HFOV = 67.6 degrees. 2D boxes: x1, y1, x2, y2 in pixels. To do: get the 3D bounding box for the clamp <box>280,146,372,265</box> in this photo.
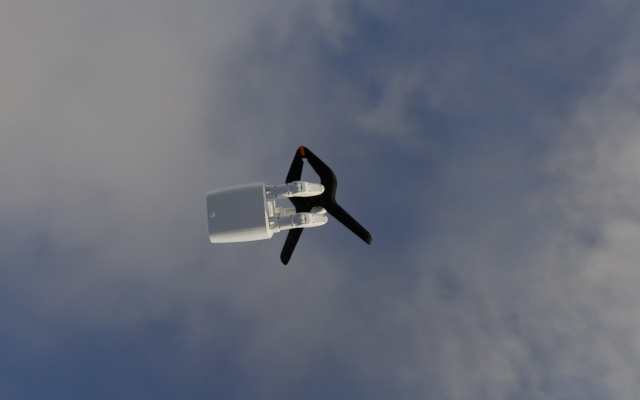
[{"bbox_3d":[0.000,0.002,0.858,0.164,0.210,0.036,-7,-9,2],"label":"clamp"}]
